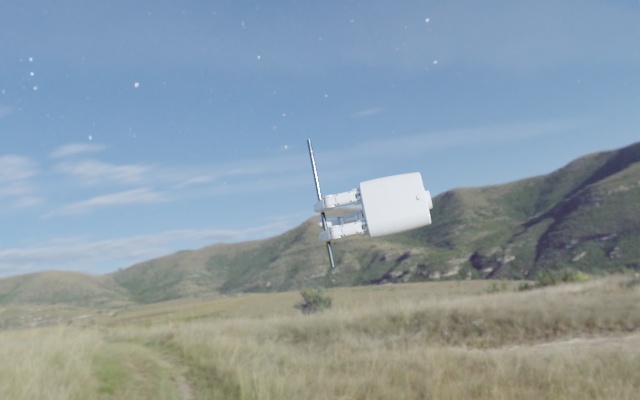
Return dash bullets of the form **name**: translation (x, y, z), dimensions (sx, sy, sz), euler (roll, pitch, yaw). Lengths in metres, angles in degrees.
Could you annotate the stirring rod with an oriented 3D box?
- **stirring rod**: translation (0.000, 0.003, 0.874), dimensions (0.011, 0.239, 0.011), euler (-10, -11, -2)
